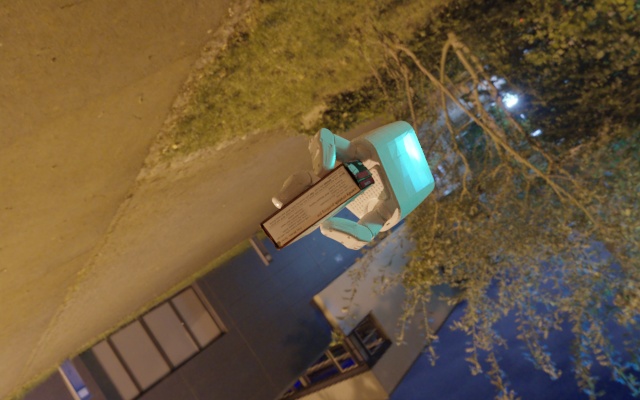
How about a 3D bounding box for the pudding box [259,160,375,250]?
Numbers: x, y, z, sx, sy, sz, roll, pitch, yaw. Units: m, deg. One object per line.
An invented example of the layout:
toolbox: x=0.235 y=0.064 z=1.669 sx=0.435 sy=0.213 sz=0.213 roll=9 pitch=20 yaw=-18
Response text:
pudding box: x=0.000 y=0.002 z=0.516 sx=0.113 sy=0.039 sz=0.090 roll=-38 pitch=-5 yaw=16
